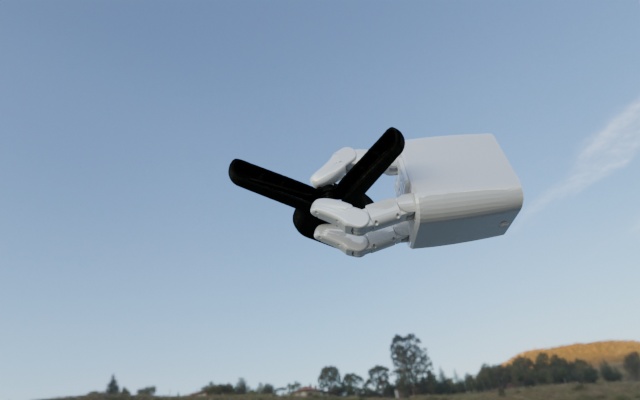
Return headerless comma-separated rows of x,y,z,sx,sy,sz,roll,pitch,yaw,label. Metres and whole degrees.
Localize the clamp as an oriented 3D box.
0.000,0.001,0.513,0.164,0.036,0.210,-6,-30,0,clamp
